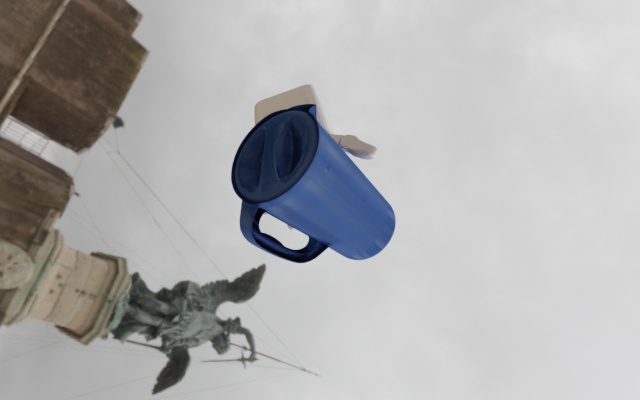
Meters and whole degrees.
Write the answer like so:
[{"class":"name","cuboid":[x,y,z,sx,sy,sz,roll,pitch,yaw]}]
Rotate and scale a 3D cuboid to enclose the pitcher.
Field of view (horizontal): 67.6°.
[{"class":"pitcher","cuboid":[0.000,0.002,0.649,0.149,0.145,0.243,-32,-41,18]}]
